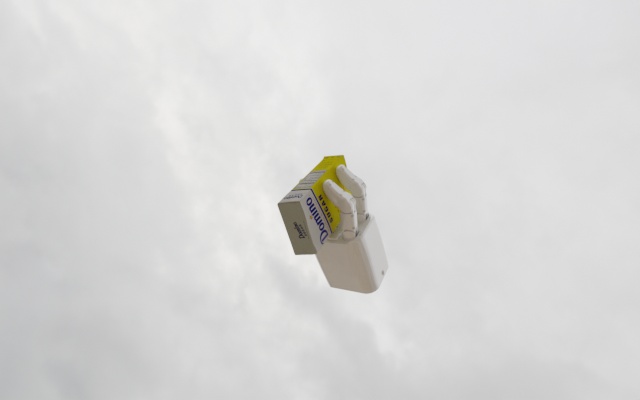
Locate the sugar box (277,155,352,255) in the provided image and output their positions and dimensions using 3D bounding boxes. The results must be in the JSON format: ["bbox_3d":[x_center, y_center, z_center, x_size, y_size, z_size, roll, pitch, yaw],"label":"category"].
[{"bbox_3d":[0.001,0.003,0.767,0.048,0.093,0.176,-5,26,26],"label":"sugar box"}]
